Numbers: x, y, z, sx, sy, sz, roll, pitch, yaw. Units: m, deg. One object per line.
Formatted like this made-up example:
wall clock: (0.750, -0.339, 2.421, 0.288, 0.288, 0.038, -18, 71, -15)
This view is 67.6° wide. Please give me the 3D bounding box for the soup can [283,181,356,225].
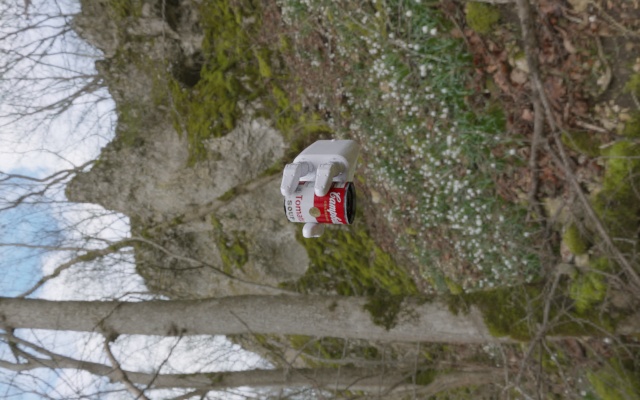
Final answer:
soup can: (0.000, 0.003, 0.760, 0.102, 0.068, 0.068, 2, 0, 17)
